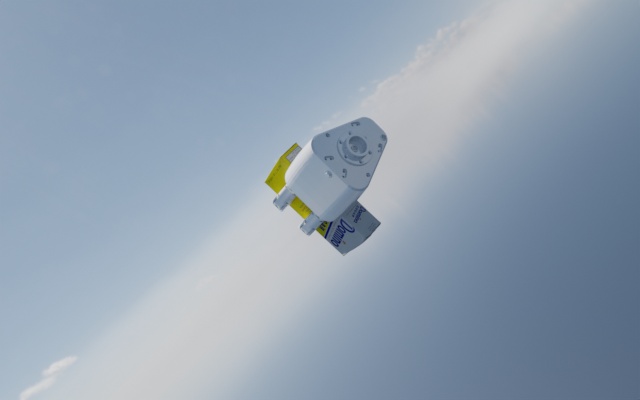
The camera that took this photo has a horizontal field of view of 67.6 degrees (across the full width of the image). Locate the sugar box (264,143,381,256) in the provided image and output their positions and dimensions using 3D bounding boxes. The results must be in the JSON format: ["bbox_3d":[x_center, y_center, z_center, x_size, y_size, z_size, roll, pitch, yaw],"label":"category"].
[{"bbox_3d":[0.000,0.003,0.735,0.048,0.176,0.093,-44,-2,-31],"label":"sugar box"}]
